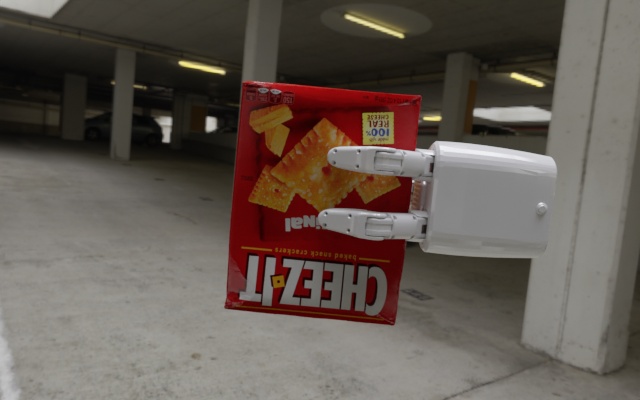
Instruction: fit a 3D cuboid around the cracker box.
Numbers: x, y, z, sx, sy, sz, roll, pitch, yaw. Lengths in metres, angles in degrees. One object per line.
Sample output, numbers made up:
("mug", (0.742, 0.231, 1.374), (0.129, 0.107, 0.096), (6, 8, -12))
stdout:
("cracker box", (0.000, 0.001, 0.459), (0.164, 0.214, 0.072), (6, 5, 0))
